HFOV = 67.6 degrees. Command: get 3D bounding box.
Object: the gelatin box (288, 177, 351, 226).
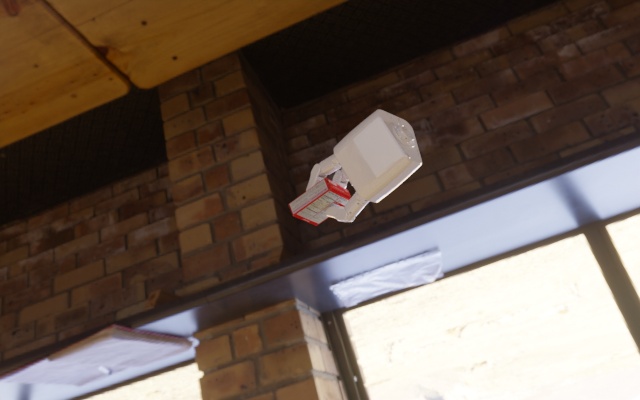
[{"bbox_3d":[0.000,0.003,0.851,0.089,0.030,0.073,-36,-34,21],"label":"gelatin box"}]
